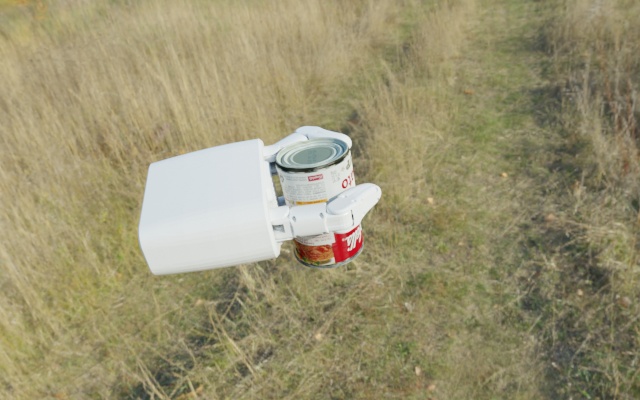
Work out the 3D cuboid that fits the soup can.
[{"bbox_3d":[0.001,0.001,0.437,0.068,0.102,0.068,-8,29,4],"label":"soup can"}]
